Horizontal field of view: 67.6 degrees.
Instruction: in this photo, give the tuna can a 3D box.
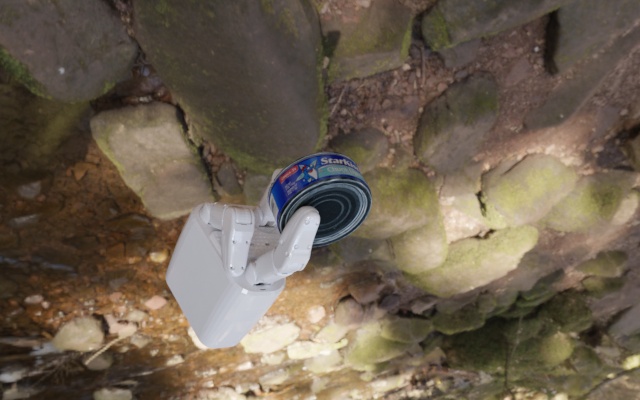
[{"bbox_3d":[0.000,0.002,0.411,0.086,0.086,0.033,0,44,-27],"label":"tuna can"}]
